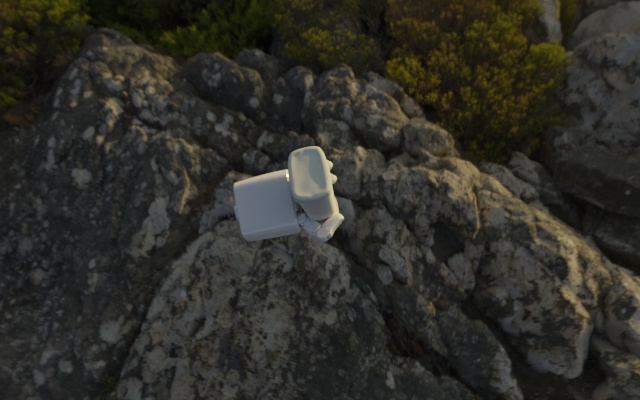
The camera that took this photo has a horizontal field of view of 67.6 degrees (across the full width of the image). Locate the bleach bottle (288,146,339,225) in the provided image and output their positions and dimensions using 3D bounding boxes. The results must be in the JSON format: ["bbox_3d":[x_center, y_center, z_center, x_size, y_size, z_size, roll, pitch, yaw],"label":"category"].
[{"bbox_3d":[0.000,0.003,0.884,0.068,0.102,0.251,-12,-25,5],"label":"bleach bottle"}]
